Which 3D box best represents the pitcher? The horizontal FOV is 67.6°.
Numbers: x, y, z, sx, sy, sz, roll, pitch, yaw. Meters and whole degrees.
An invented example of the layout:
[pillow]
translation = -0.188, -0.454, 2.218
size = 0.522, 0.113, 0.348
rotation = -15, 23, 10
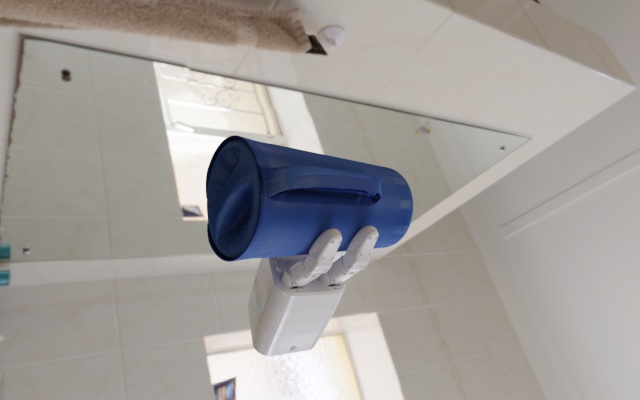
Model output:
[pitcher]
translation = 0.000, 0.002, 0.563
size = 0.243, 0.145, 0.149
rotation = 3, 29, -37
